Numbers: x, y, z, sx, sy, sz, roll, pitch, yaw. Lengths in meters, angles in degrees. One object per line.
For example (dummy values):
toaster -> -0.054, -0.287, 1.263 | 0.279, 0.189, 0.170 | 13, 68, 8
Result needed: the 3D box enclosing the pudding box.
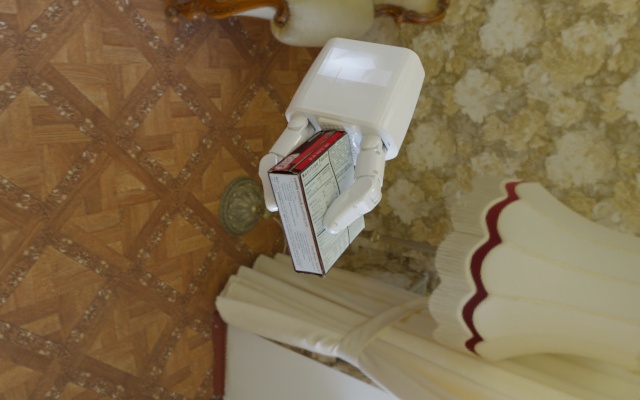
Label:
pudding box -> 0.000, 0.001, 0.453 | 0.039, 0.113, 0.090 | 5, 32, 34
